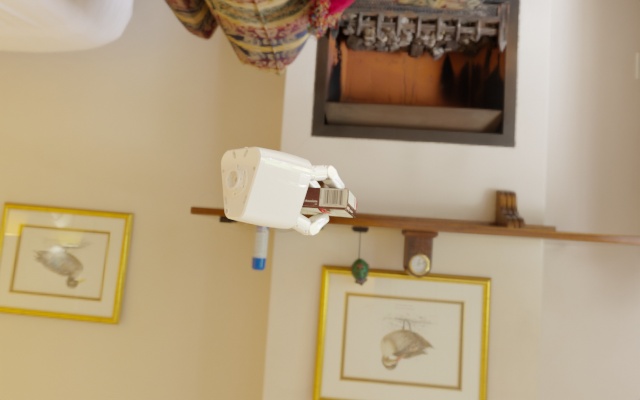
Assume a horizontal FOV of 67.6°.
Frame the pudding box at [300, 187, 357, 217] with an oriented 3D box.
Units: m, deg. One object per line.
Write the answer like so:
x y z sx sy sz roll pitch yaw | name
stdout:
0.000 0.003 0.819 0.113 0.039 0.090 5 -8 14 | pudding box
